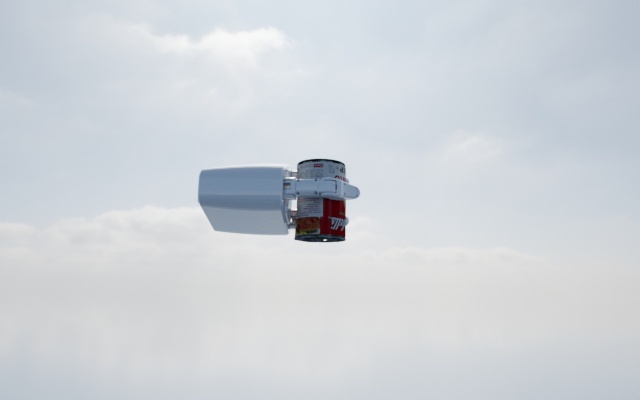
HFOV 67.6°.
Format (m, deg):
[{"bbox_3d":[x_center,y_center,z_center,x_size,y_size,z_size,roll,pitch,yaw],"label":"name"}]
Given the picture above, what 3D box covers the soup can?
[{"bbox_3d":[0.001,0.002,0.632,0.068,0.102,0.068,1,-11,0],"label":"soup can"}]
